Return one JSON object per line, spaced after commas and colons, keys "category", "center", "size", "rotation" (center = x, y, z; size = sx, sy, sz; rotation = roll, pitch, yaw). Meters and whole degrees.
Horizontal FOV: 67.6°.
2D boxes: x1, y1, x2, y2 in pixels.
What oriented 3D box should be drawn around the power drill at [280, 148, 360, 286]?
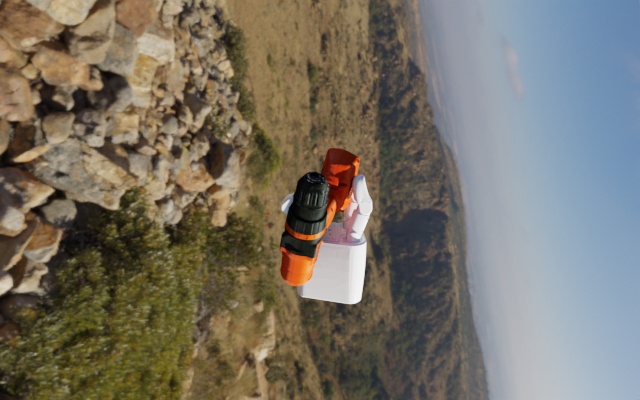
{"category": "power drill", "center": [0.000, 0.002, 0.671], "size": [0.057, 0.185, 0.187], "rotation": [22, 40, 9]}
